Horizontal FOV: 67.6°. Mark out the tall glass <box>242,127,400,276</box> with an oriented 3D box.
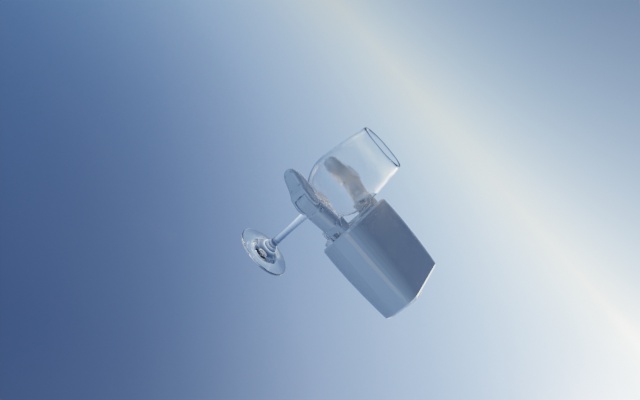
[{"bbox_3d":[-0.001,0.002,0.573,0.201,0.079,0.079,-42,-15,17],"label":"tall glass"}]
